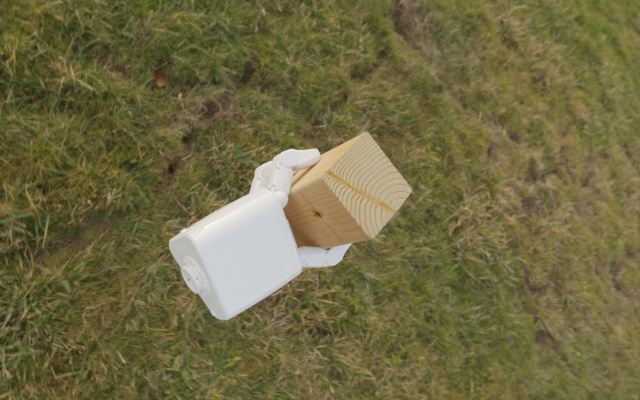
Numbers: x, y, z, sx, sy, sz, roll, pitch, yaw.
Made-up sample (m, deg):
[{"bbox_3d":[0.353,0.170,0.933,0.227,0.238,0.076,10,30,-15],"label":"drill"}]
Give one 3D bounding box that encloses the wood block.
[{"bbox_3d":[0.000,0.002,0.603,0.090,0.091,0.206,-47,15,-31],"label":"wood block"}]
